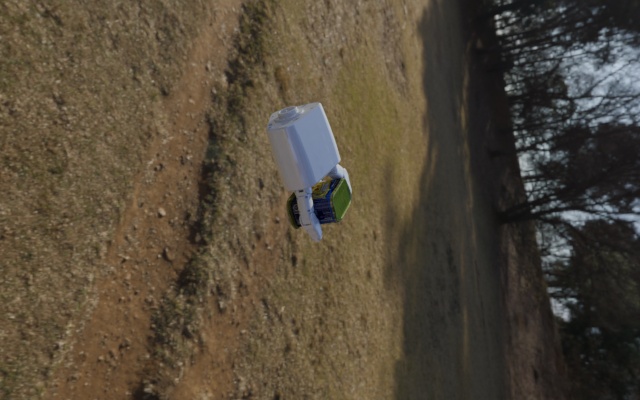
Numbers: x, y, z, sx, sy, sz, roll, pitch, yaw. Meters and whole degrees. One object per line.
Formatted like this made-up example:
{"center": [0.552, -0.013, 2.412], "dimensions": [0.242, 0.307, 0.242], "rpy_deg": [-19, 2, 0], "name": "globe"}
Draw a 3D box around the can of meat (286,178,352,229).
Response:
{"center": [0.000, 0.003, 0.828], "dimensions": [0.084, 0.057, 0.102], "rpy_deg": [-8, 24, 22], "name": "can of meat"}
